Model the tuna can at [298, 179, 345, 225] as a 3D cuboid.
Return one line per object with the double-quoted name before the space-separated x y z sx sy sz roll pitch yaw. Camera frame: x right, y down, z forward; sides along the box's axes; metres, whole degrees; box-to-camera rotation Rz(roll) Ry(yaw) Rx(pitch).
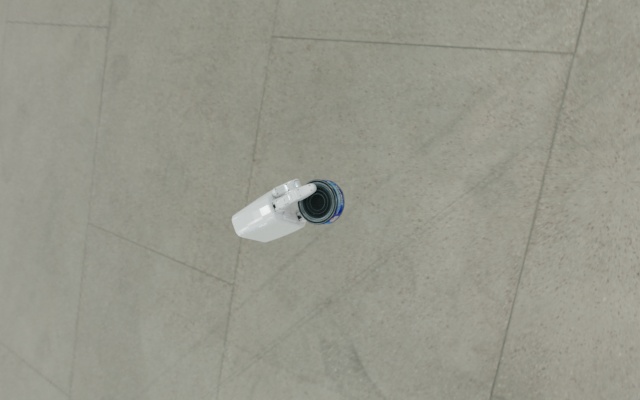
"tuna can" 0.000 0.003 0.898 0.086 0.086 0.034 0 0 27
